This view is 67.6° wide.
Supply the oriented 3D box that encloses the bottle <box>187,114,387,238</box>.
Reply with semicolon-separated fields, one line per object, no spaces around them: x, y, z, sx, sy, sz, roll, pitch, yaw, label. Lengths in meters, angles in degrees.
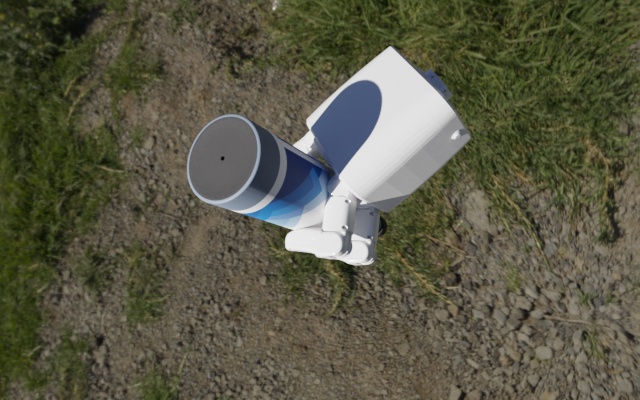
0.000;0.001;0.462;0.069;0.069;0.296;0;-12;29;bottle
